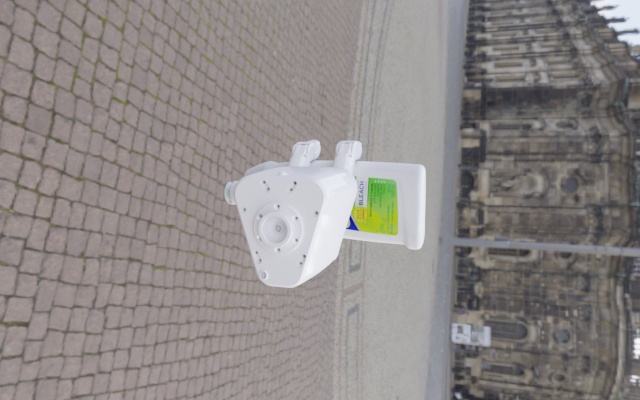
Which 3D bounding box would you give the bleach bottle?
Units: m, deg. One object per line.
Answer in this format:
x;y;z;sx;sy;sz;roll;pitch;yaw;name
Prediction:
0.000;0.002;0.593;0.251;0.102;0.068;2;8;17;bleach bottle
